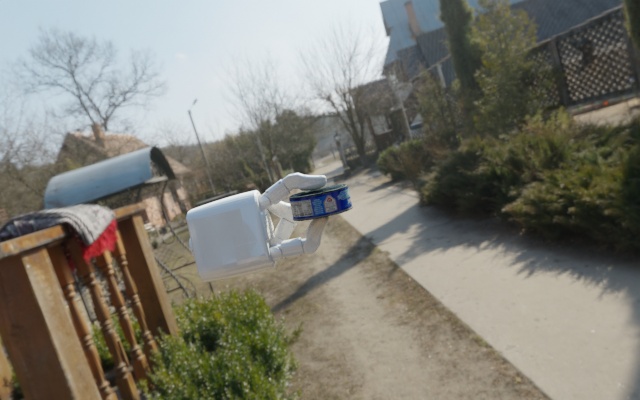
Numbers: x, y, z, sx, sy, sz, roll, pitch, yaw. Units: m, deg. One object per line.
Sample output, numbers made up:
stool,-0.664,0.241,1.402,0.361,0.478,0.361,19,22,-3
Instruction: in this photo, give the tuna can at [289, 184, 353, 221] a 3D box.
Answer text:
tuna can,0.000,0.002,0.667,0.086,0.034,0.086,-12,6,1
